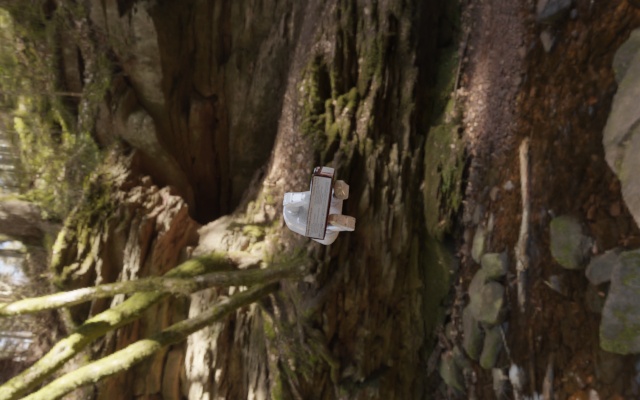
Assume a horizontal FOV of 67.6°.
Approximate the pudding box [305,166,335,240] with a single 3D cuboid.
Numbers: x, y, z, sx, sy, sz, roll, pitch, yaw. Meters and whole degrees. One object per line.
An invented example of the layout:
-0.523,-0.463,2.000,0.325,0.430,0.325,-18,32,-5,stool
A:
0.000,0.003,0.832,0.039,0.113,0.090,6,13,2,pudding box
